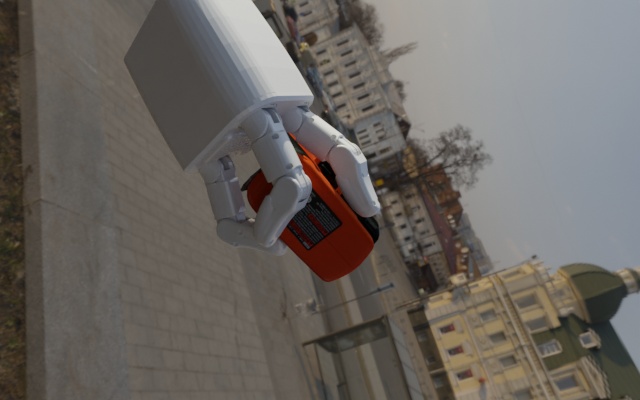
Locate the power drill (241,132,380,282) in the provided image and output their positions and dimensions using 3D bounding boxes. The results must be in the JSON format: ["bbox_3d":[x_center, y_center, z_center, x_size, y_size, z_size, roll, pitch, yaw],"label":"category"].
[{"bbox_3d":[0.000,0.001,0.447,0.057,0.184,0.187,-41,13,9],"label":"power drill"}]
